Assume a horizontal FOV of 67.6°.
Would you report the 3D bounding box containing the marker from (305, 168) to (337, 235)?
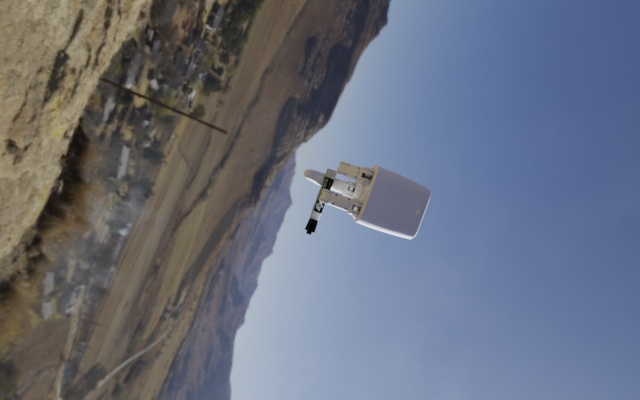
[{"bbox_3d":[0.000,0.003,0.843,0.020,0.121,0.020,20,1,0],"label":"marker"}]
